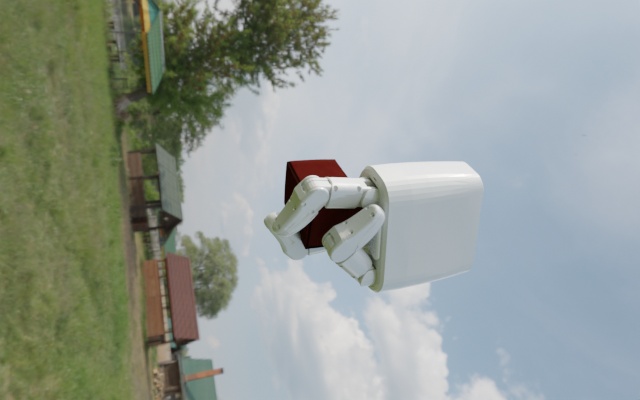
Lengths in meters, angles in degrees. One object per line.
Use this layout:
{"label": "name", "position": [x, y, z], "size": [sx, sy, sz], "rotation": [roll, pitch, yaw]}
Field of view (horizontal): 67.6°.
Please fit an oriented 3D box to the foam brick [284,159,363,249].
{"label": "foam brick", "position": [0.000, 0.001, 0.464], "size": [0.051, 0.053, 0.078], "rotation": [-7, 38, -20]}
